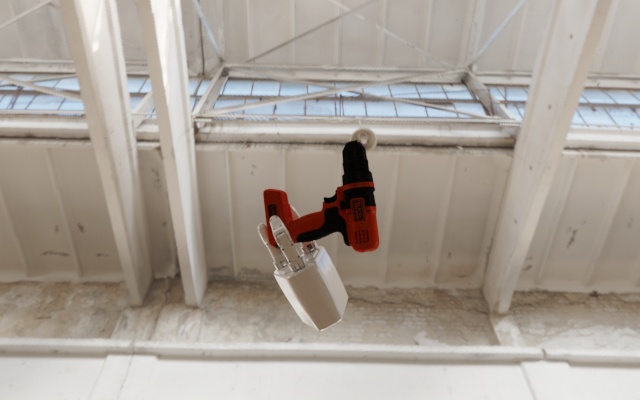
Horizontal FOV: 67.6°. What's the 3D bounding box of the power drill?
[{"bbox_3d":[0.000,0.003,0.798,0.187,0.184,0.057,-10,-9,19],"label":"power drill"}]
